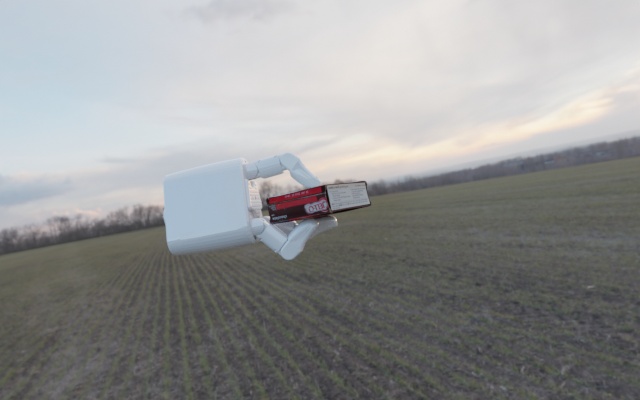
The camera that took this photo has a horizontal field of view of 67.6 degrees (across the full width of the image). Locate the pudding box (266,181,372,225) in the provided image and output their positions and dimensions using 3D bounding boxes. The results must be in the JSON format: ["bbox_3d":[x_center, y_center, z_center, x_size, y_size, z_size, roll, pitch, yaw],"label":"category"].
[{"bbox_3d":[0.000,0.002,0.608,0.090,0.039,0.113,-11,0,31],"label":"pudding box"}]
